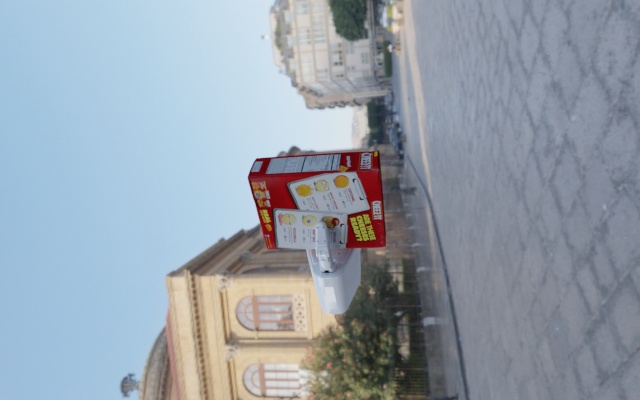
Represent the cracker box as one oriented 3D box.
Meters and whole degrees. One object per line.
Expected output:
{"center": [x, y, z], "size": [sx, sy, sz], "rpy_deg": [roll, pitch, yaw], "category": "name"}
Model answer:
{"center": [0.000, 0.003, 0.816], "size": [0.214, 0.164, 0.072], "rpy_deg": [-3, 37, 10], "category": "cracker box"}
